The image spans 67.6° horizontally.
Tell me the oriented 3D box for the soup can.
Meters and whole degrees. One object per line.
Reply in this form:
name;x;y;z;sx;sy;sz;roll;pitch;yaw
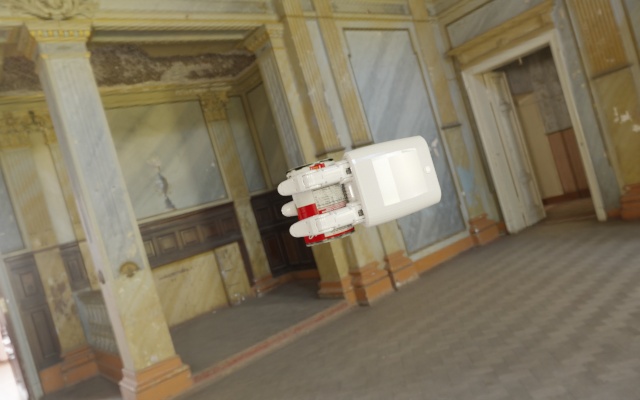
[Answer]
soup can;0.000;0.002;0.630;0.068;0.102;0.068;-16;0;0
